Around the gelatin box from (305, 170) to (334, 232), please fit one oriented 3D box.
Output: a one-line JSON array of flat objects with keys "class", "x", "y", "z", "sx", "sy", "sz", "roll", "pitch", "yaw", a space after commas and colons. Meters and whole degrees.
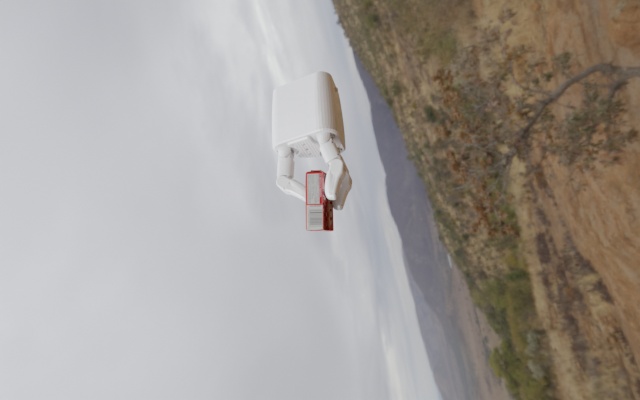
[{"class": "gelatin box", "x": 0.000, "y": 0.003, "z": 0.727, "sx": 0.030, "sy": 0.089, "sz": 0.073, "roll": -1, "pitch": -5, "yaw": 13}]
